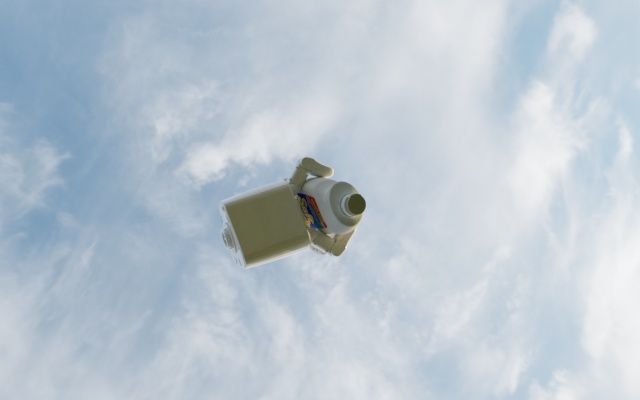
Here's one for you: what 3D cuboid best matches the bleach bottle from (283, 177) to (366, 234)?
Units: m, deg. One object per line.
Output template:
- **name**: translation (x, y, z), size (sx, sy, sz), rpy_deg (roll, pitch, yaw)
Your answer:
- **bleach bottle**: translation (0.000, 0.003, 0.755), size (0.068, 0.102, 0.251), rpy_deg (-19, 4, -21)
